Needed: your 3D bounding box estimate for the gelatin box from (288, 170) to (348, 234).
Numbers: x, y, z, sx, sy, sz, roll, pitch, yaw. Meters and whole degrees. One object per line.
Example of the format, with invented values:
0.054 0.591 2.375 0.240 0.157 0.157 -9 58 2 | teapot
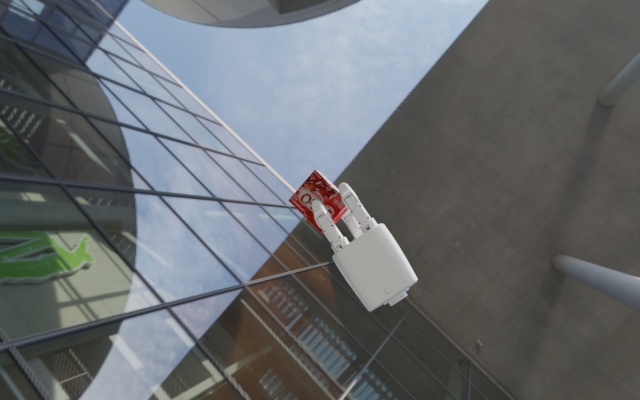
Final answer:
0.000 0.003 0.826 0.089 0.073 0.030 44 9 21 | gelatin box
